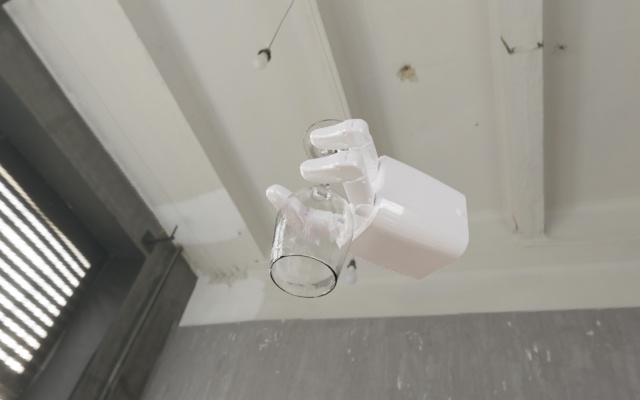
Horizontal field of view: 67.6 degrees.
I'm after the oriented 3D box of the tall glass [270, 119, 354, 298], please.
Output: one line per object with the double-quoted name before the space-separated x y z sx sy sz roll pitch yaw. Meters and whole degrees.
"tall glass" 0.000 0.001 0.497 0.079 0.079 0.201 0 42 13
